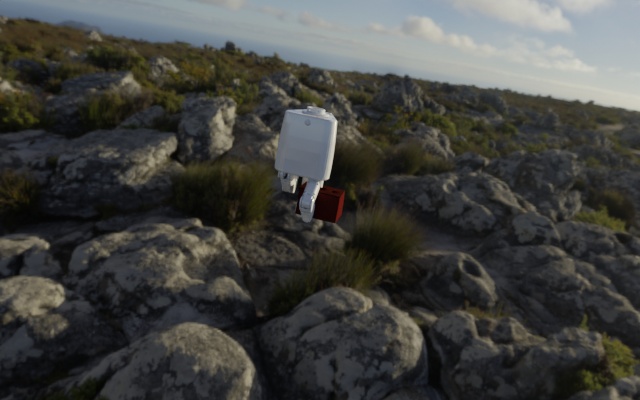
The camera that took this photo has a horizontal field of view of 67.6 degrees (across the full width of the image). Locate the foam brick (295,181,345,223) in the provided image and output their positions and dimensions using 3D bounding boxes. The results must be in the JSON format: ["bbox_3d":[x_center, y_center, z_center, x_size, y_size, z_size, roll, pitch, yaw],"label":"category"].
[{"bbox_3d":[0.000,0.003,0.866,0.078,0.051,0.053,14,16,9],"label":"foam brick"}]
